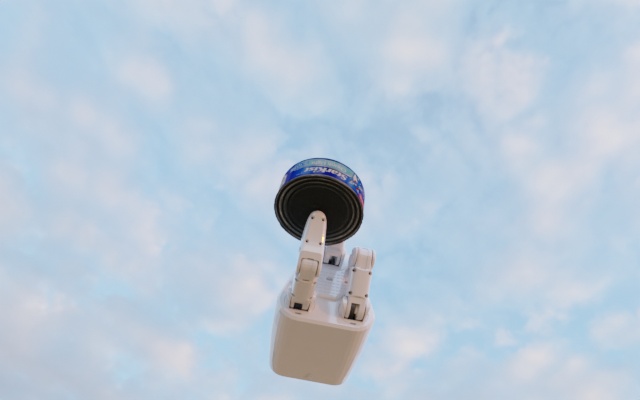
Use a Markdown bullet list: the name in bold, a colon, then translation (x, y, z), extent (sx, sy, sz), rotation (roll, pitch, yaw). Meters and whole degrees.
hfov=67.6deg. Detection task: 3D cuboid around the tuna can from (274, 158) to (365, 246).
- **tuna can**: translation (0.000, 0.001, 0.463), extent (0.086, 0.086, 0.033), rotation (0, 38, 10)
